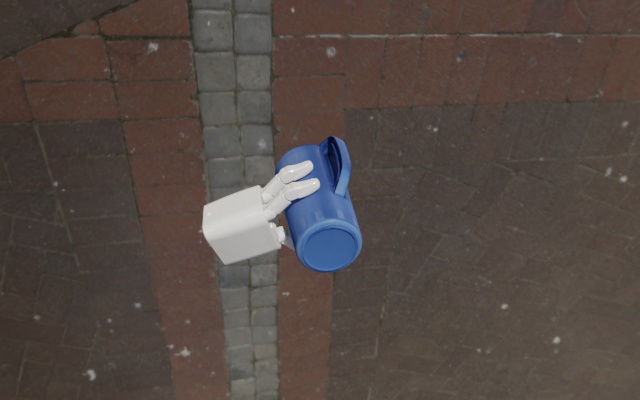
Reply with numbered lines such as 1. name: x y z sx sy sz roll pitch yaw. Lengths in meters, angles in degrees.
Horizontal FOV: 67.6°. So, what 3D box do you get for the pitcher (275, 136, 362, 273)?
1. pitcher: 0.000 0.003 0.841 0.145 0.149 0.242 -17 35 0
